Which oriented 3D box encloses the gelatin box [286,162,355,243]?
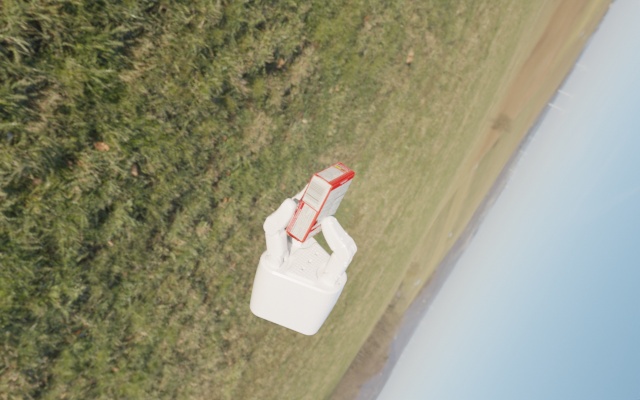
[{"bbox_3d":[0.001,0.002,0.587,0.030,0.089,0.073,34,28,14],"label":"gelatin box"}]
